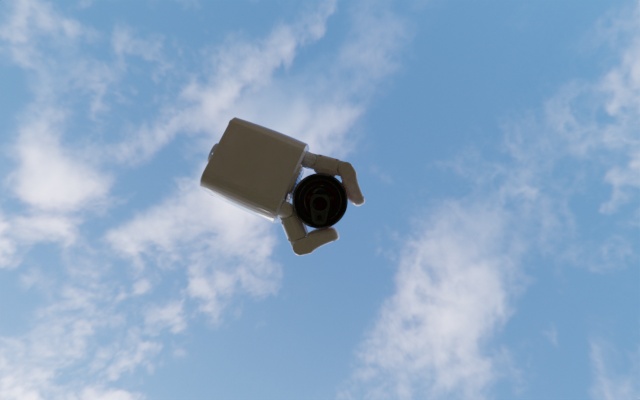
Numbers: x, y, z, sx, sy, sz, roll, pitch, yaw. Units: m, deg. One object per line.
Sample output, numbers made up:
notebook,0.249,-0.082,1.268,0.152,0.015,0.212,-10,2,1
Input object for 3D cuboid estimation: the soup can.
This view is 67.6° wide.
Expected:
soup can,0.001,0.002,0.628,0.068,0.068,0.102,0,-2,1
